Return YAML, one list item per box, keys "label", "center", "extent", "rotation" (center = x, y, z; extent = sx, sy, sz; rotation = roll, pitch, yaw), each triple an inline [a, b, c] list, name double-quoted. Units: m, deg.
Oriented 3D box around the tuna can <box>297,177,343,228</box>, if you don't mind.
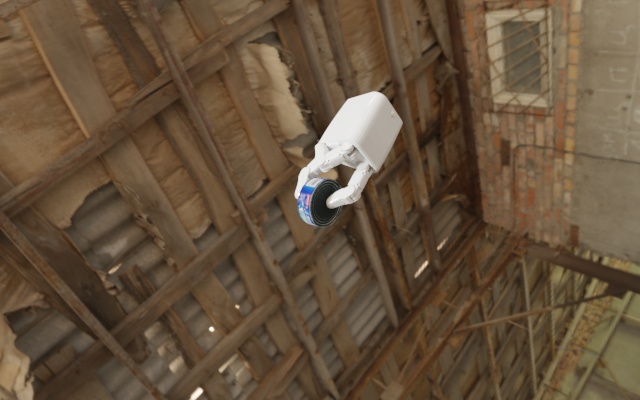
- label: "tuna can"
  center: [0.000, 0.003, 0.832]
  extent: [0.033, 0.086, 0.086]
  rotation: [13, 9, 41]
